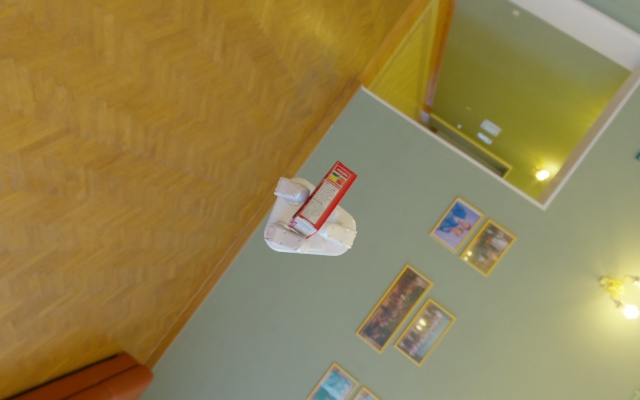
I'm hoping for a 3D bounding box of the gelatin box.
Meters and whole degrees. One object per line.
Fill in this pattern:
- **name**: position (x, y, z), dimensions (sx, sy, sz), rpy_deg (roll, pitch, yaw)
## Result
- **gelatin box**: position (0.001, 0.002, 0.522), dimensions (0.030, 0.073, 0.089), rpy_deg (37, -14, -2)
